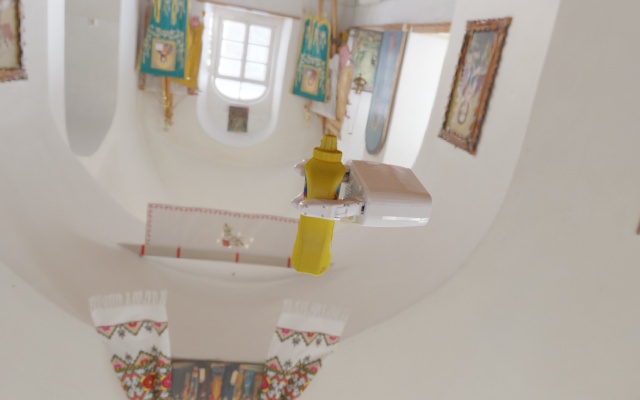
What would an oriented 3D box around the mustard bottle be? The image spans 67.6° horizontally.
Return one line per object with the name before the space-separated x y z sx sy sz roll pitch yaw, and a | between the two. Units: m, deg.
mustard bottle | 0.000 0.002 0.676 0.058 0.192 0.096 10 16 4
